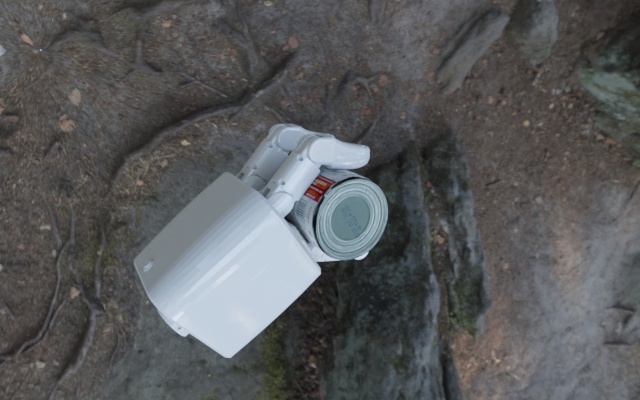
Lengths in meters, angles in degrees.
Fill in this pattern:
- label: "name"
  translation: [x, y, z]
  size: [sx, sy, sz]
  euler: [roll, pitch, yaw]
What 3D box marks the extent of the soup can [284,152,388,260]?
- label: "soup can"
  translation: [0.001, 0.001, 0.401]
  size: [0.068, 0.068, 0.102]
  euler: [0, 15, -30]
